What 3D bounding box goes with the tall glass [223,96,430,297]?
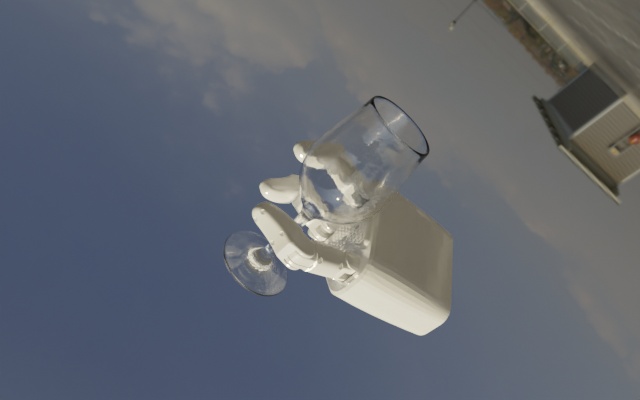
[{"bbox_3d":[0.000,0.002,0.416,0.079,0.079,0.201,0,-37,-51],"label":"tall glass"}]
